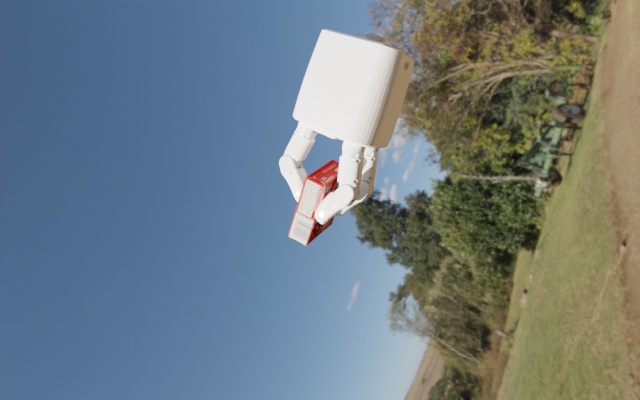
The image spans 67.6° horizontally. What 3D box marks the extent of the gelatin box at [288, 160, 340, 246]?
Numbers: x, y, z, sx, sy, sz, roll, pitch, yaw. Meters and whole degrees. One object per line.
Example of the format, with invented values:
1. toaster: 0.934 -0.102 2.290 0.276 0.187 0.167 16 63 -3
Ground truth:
1. gelatin box: 0.000 0.002 0.587 0.030 0.089 0.073 27 29 16
